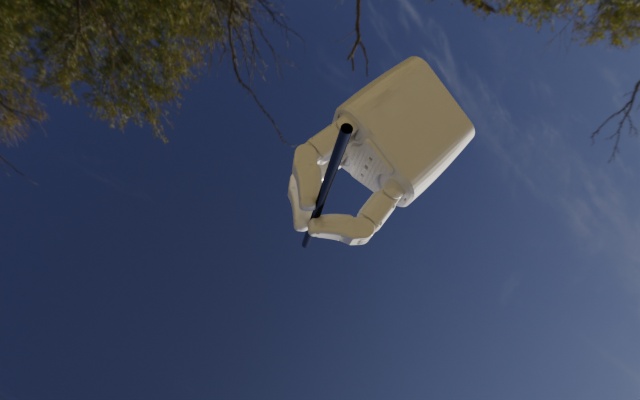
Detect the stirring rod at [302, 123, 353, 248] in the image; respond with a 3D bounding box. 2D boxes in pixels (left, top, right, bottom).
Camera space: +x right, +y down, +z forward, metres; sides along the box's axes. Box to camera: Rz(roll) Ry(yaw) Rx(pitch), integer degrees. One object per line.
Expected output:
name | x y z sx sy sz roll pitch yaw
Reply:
stirring rod | 0.000 0.001 0.407 0.011 0.011 0.240 0 -23 -8
